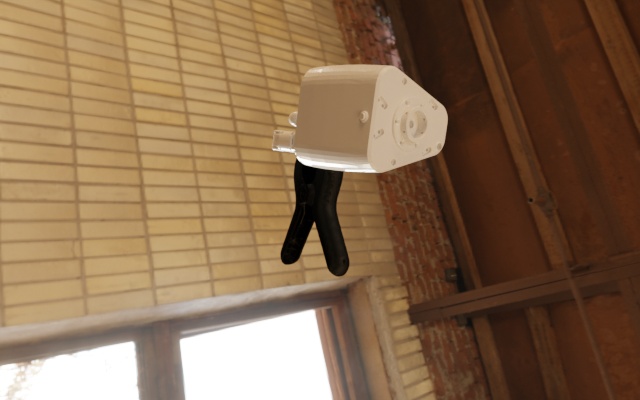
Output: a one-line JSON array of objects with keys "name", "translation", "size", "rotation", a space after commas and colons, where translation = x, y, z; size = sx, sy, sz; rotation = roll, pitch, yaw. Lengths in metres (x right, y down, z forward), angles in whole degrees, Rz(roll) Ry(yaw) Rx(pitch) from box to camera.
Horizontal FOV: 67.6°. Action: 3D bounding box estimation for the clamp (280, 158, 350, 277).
[{"name": "clamp", "translation": [0.001, 0.002, 0.533], "size": [0.039, 0.171, 0.120], "rotation": [1, 8, -39]}]
